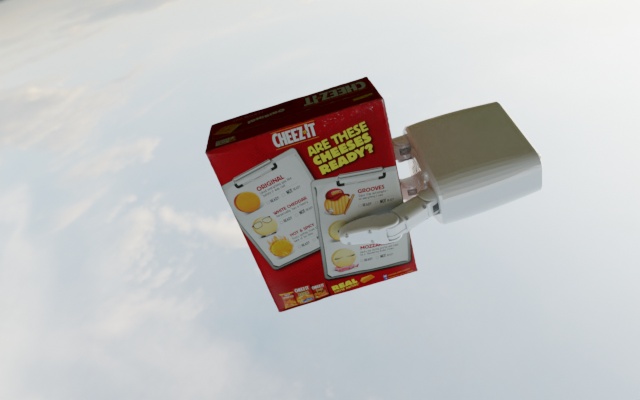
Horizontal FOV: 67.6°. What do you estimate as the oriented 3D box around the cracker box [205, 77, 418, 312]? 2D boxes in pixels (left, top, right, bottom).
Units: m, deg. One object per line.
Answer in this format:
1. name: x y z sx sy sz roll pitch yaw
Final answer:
1. cracker box: 0.000 0.002 0.495 0.164 0.214 0.072 -17 34 2
